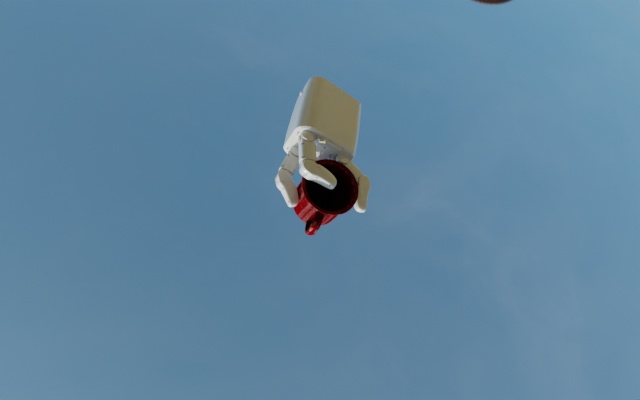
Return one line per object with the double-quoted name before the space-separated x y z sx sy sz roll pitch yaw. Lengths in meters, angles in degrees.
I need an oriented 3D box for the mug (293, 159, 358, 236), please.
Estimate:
"mug" 0.000 0.004 0.763 0.093 0.117 0.081 20 -26 -12
